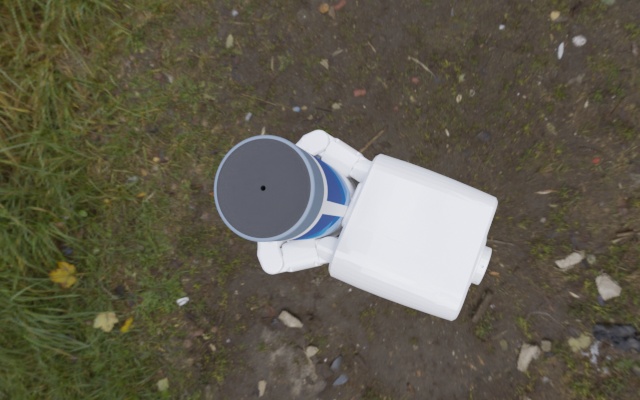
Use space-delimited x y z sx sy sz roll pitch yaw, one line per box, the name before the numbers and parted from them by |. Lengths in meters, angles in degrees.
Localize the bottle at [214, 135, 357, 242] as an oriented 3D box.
bottle | 0.000 0.001 0.435 0.069 0.069 0.296 0 -4 14
